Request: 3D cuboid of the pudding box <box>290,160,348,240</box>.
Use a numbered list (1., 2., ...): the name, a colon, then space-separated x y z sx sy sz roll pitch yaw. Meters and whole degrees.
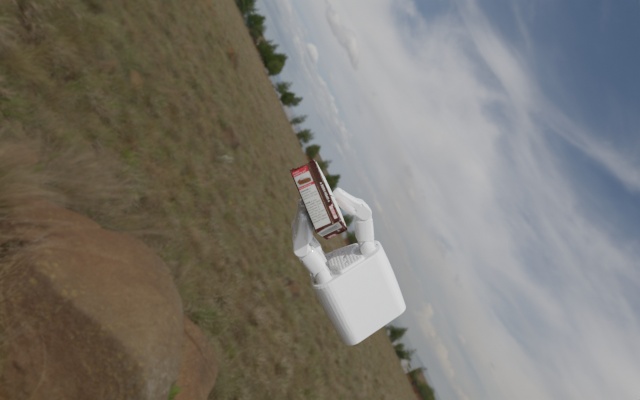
1. pudding box: 0.000 0.002 0.644 0.039 0.090 0.113 -24 -11 1
